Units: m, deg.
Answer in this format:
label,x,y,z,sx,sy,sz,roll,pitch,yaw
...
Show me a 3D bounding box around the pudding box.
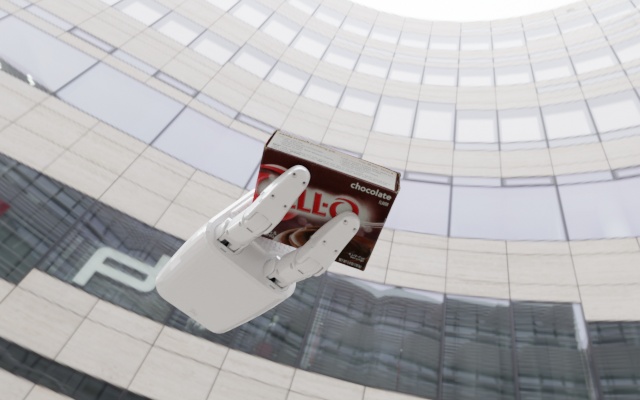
label,x,y,z,sx,sy,sz,roll,pitch,yaw
pudding box,0.000,0.001,0.404,0.113,0.090,0.039,18,38,0
